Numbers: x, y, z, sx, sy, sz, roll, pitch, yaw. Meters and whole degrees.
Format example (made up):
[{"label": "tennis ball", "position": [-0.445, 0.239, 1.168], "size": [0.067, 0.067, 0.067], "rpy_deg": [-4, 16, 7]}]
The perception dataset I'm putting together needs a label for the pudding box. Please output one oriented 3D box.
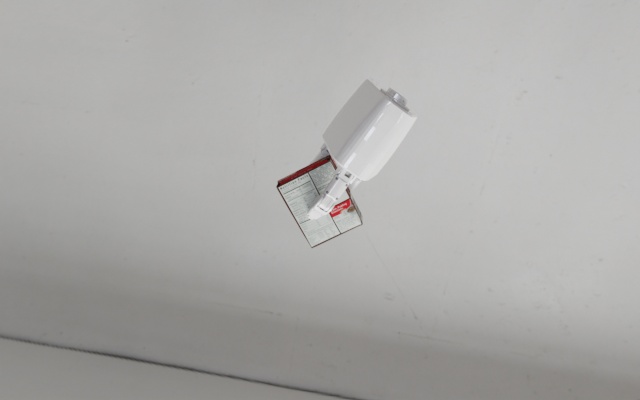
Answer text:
[{"label": "pudding box", "position": [0.000, 0.002, 0.701], "size": [0.090, 0.113, 0.039], "rpy_deg": [-25, 15, 9]}]
